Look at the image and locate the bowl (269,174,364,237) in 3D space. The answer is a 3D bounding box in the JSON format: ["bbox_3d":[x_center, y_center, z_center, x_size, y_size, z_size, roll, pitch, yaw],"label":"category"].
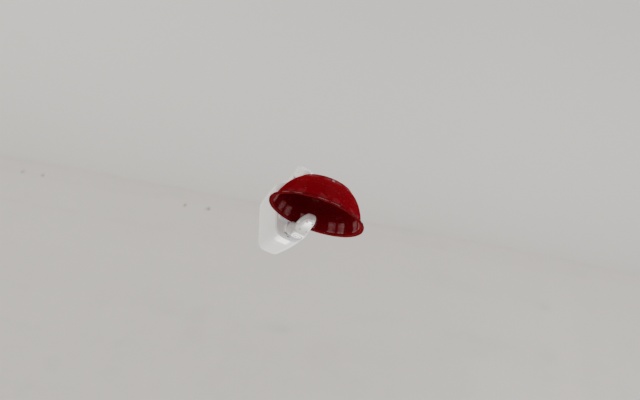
[{"bbox_3d":[0.001,0.002,0.781,0.162,0.055,0.162,17,-21,7],"label":"bowl"}]
